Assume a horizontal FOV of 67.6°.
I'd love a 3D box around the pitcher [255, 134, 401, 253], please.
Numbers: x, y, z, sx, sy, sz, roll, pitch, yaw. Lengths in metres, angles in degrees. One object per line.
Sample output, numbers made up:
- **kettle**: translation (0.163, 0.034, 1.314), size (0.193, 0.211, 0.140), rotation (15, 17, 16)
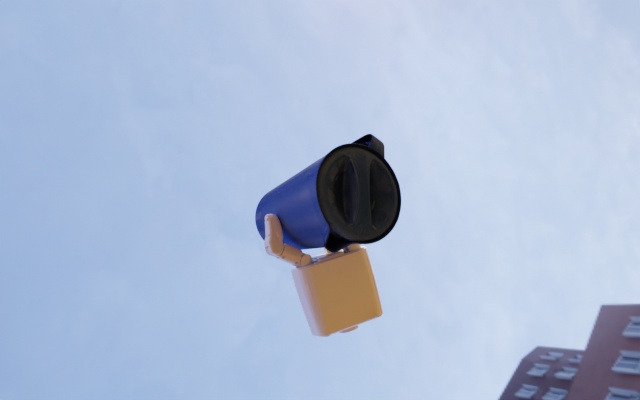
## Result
- **pitcher**: translation (0.000, 0.003, 0.714), size (0.149, 0.145, 0.243), rotation (-16, -2, -32)
